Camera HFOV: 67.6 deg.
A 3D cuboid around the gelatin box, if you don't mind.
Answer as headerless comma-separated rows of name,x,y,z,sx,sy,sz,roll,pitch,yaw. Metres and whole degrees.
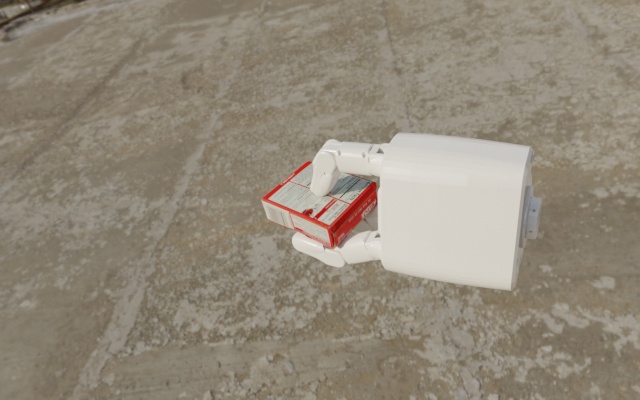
gelatin box,0.000,0.001,0.464,0.089,0.030,0.073,21,49,34
